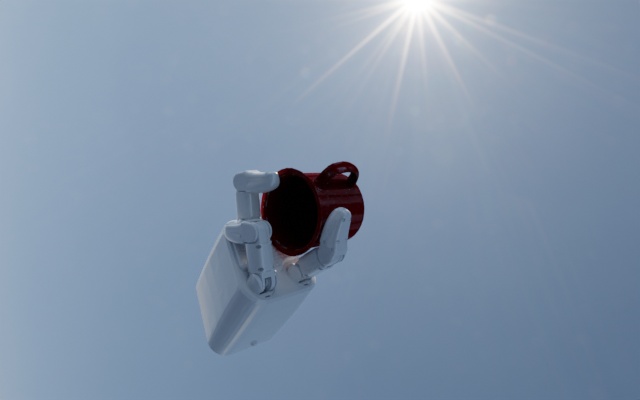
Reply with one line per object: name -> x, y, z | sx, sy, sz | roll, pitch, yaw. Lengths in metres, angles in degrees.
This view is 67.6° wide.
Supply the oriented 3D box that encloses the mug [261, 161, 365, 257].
mug -> 0.001, 0.001, 0.523 | 0.081, 0.093, 0.117 | -5, -41, -46
